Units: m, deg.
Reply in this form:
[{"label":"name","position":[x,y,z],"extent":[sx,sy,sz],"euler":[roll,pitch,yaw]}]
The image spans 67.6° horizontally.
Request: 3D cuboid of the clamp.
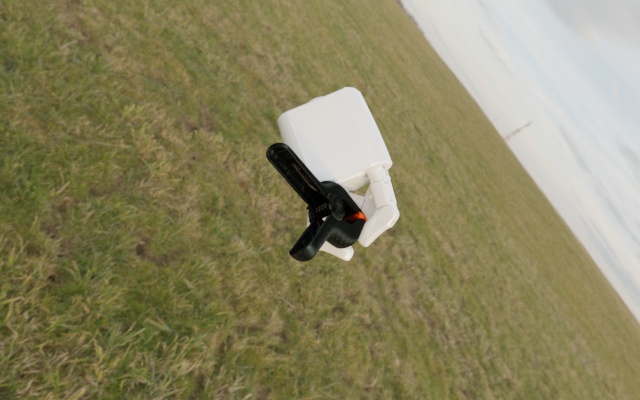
[{"label":"clamp","position":[0.001,0.002,0.514],"extent":[0.039,0.120,0.171],"euler":[-16,-9,22]}]
